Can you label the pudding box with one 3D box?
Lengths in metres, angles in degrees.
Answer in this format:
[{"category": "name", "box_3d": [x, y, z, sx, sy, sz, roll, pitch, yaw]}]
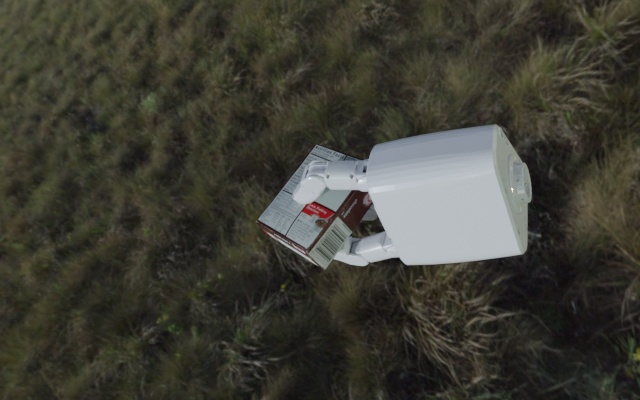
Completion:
[{"category": "pudding box", "box_3d": [0.000, 0.002, 0.489, 0.090, 0.113, 0.039, 25, -18, 45]}]
